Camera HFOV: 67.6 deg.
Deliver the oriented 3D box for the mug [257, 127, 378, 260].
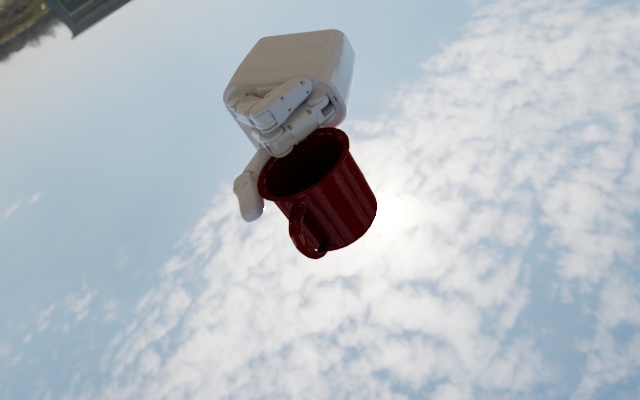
[{"bbox_3d":[0.000,0.003,0.434,0.093,0.117,0.081,-14,-50,26],"label":"mug"}]
